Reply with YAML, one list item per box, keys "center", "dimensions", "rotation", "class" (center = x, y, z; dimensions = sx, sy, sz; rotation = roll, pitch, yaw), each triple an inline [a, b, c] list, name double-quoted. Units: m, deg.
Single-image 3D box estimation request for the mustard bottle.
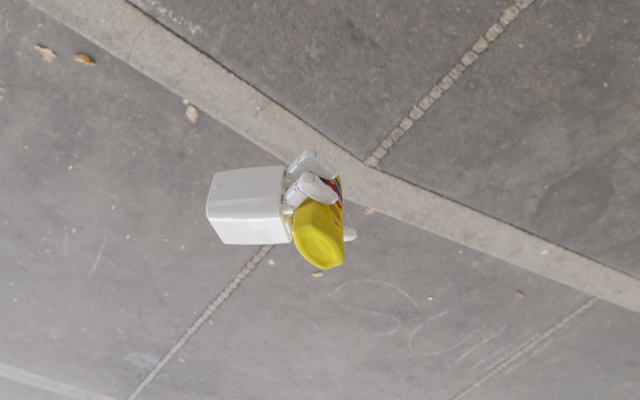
- center: [0.000, 0.002, 0.716]
  dimensions: [0.058, 0.191, 0.096]
  rotation: [-23, -52, 21]
  class: "mustard bottle"
